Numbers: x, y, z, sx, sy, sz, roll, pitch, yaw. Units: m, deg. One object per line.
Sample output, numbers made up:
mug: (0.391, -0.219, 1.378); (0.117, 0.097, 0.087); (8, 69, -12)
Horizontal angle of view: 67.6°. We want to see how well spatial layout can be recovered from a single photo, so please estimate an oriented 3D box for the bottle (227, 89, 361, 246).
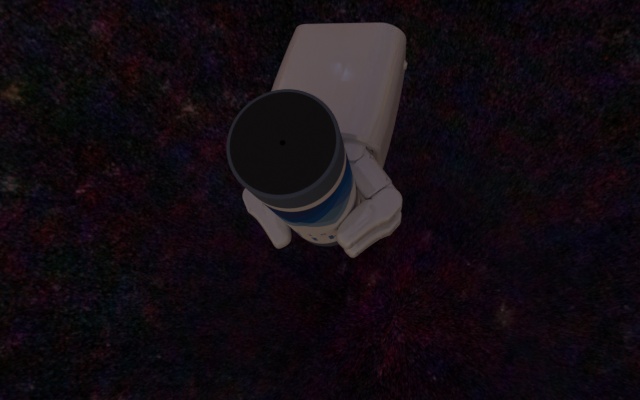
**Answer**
bottle: (0.000, 0.001, 0.411); (0.069, 0.069, 0.296); (0, -14, 9)
